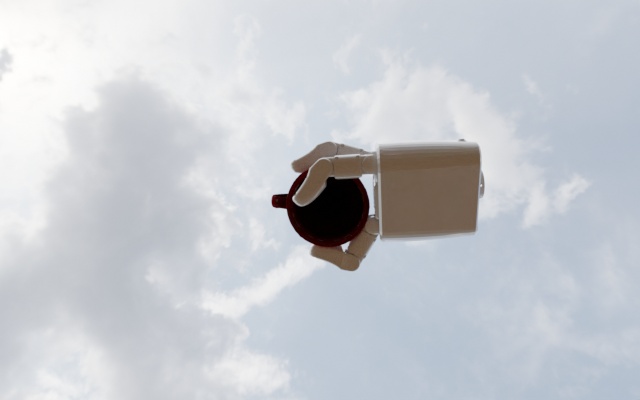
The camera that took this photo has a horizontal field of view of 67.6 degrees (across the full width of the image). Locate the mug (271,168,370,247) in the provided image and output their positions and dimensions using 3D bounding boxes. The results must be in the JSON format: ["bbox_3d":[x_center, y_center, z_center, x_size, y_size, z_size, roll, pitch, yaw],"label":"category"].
[{"bbox_3d":[-0.001,0.002,0.569,0.117,0.093,0.081,-1,7,6],"label":"mug"}]
